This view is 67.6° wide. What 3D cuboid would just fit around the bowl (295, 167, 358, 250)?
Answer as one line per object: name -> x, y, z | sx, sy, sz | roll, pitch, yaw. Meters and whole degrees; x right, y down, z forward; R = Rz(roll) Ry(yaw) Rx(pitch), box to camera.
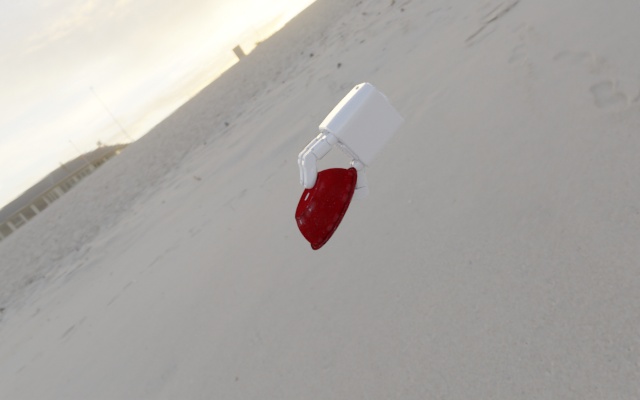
bowl -> -0.001, 0.004, 0.830 | 0.055, 0.162, 0.162 | 26, -6, -13
